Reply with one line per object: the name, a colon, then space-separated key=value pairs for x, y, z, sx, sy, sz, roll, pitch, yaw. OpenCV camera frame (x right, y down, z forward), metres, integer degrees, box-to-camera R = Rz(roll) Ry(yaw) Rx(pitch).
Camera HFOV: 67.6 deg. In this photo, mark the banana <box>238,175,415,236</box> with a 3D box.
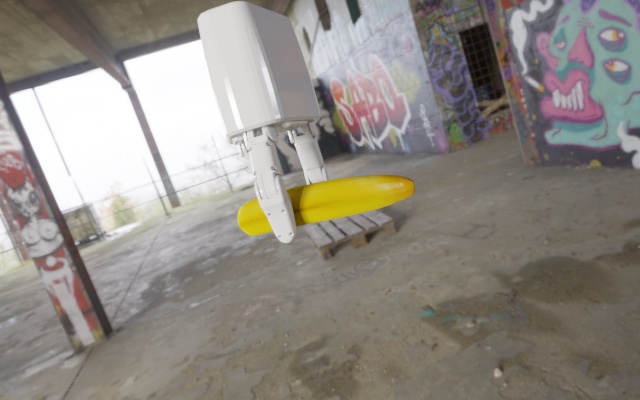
banana: x=-0.013 y=0.004 z=0.451 sx=0.198 sy=0.037 sz=0.069 roll=-13 pitch=-1 yaw=33
